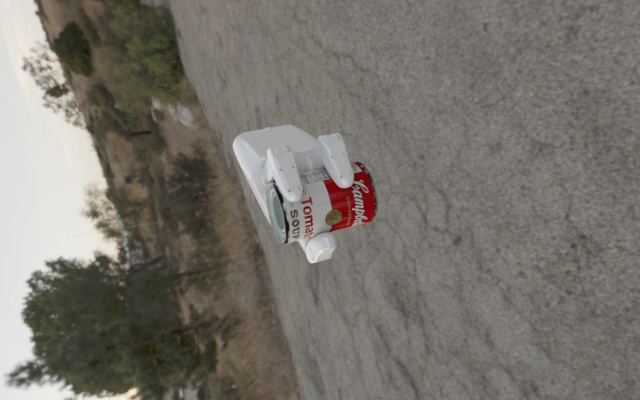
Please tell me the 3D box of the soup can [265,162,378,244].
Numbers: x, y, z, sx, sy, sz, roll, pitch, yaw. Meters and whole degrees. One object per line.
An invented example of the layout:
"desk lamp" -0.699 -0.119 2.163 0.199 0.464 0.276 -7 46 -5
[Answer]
"soup can" 0.000 0.002 0.504 0.102 0.068 0.068 -13 4 -19
